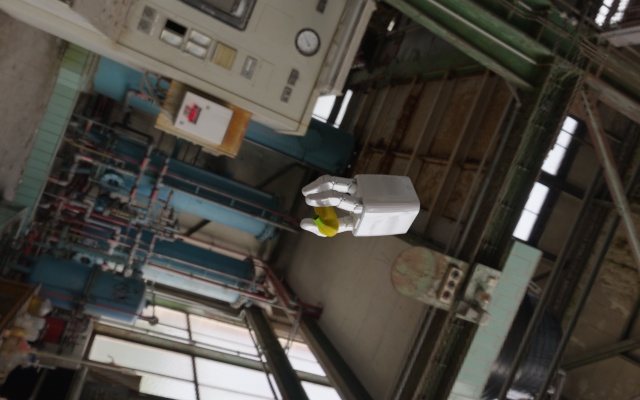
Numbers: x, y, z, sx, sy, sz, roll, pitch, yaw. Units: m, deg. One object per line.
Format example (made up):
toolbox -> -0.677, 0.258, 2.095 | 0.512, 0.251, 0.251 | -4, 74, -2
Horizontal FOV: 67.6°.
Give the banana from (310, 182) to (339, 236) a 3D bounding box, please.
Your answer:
banana -> 0.007, 0.020, 0.890 | 0.037, 0.070, 0.197 | -21, 19, 2
